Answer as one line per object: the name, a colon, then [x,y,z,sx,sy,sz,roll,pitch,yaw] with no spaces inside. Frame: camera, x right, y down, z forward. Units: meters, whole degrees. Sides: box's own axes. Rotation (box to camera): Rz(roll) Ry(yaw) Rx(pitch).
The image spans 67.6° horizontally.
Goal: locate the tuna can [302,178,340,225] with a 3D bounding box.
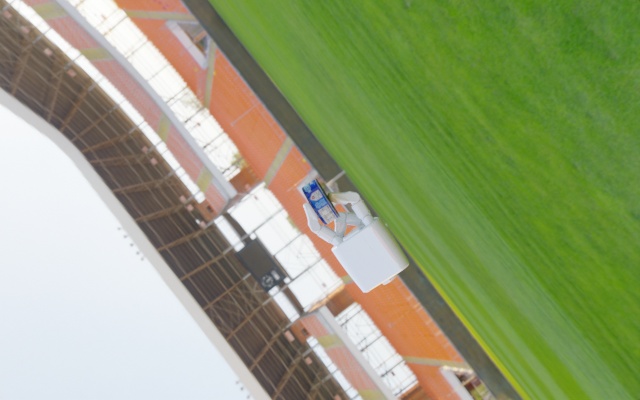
tuna can: [0.000,0.003,0.899,0.034,0.086,0.086,-32,-2,3]
